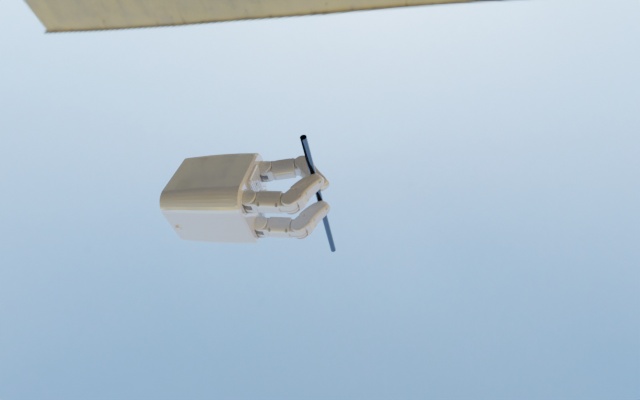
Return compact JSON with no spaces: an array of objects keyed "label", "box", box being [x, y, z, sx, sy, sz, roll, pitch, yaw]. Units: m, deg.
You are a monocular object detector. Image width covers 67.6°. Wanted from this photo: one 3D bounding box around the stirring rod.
[{"label":"stirring rod","box":[0.000,0.002,0.620,0.011,0.011,0.240,0,-37,11]}]
